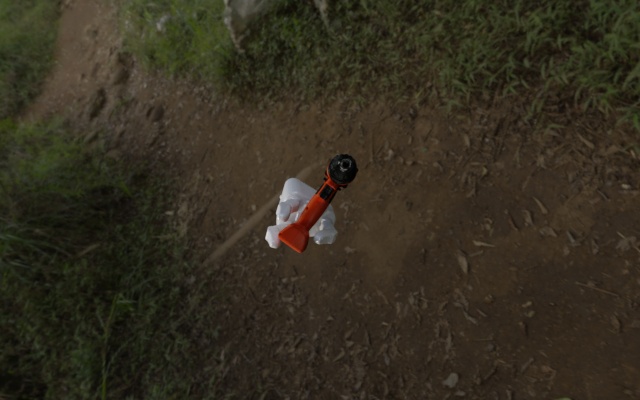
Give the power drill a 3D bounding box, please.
[{"bbox_3d":[0.000,0.003,0.850,0.057,0.187,0.184,37,-3,3],"label":"power drill"}]
